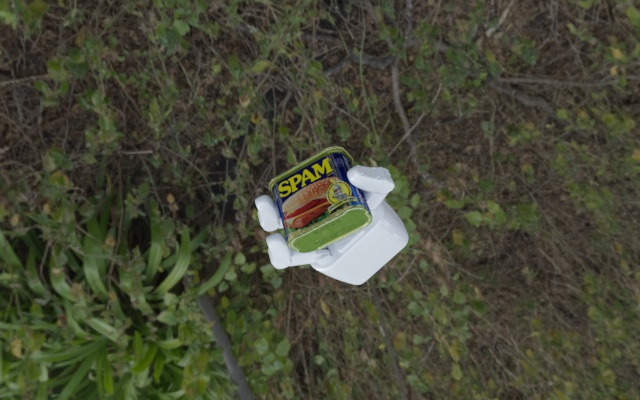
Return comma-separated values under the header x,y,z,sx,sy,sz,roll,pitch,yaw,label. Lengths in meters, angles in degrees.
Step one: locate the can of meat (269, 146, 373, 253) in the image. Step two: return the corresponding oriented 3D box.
x,y,z,sx,sy,sz,roll,pitch,yaw,label
0.000,0.002,0.541,0.102,0.084,0.057,-28,-31,15,can of meat
